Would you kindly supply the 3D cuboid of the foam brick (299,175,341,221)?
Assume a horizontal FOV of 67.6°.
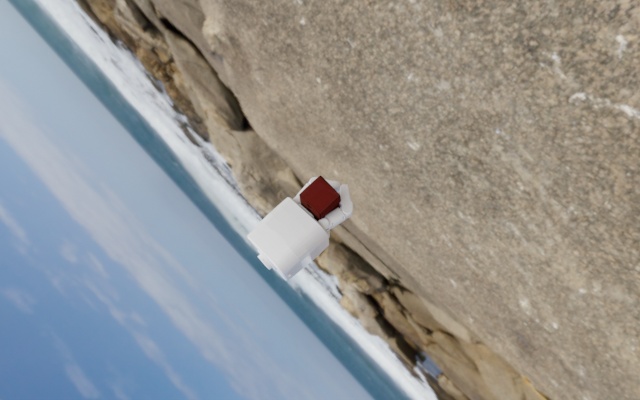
[{"bbox_3d":[0.000,0.003,0.846,0.051,0.053,0.078,-41,-16,-12],"label":"foam brick"}]
